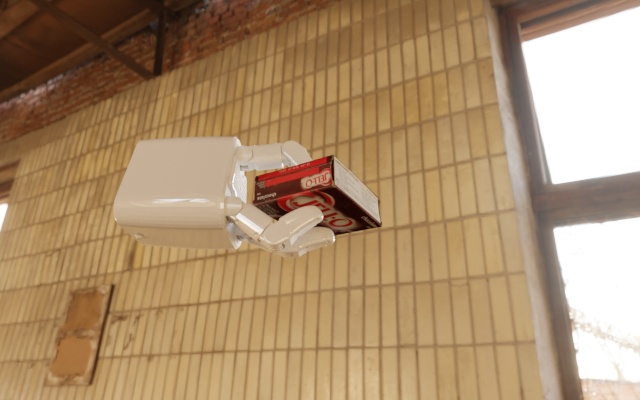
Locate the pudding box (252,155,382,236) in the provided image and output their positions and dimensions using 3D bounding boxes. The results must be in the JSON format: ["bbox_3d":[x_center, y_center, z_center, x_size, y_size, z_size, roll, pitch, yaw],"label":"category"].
[{"bbox_3d":[0.000,0.001,0.486,0.090,0.039,0.113,-12,-26,27],"label":"pudding box"}]
